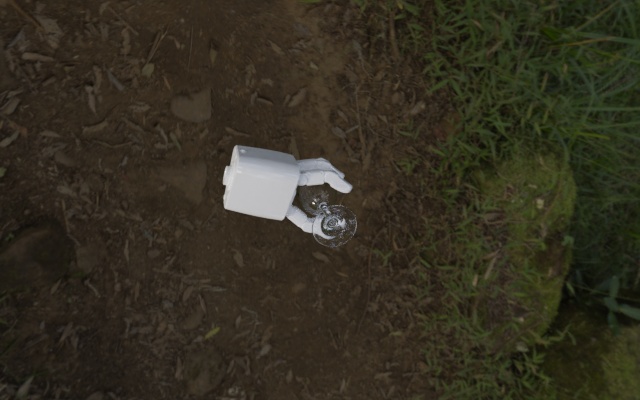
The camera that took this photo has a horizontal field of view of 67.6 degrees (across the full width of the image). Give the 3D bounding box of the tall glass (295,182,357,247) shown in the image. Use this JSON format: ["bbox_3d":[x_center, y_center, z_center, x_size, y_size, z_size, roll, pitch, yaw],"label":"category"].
[{"bbox_3d":[0.000,0.003,0.853,0.079,0.079,0.201,0,23,-14],"label":"tall glass"}]
